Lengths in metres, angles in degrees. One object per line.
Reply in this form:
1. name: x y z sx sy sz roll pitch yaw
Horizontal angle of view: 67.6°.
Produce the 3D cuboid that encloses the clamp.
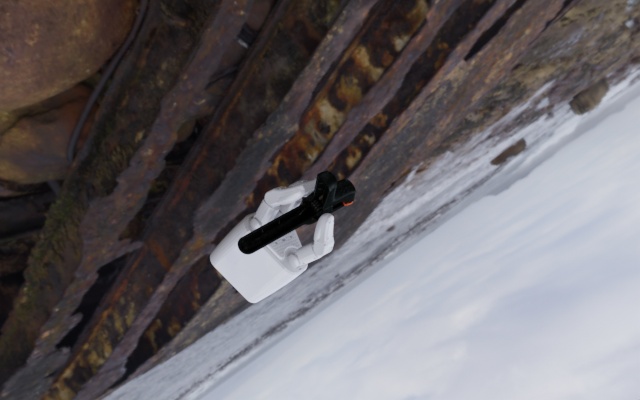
1. clamp: 0.001 0.003 0.657 0.165 0.036 0.210 -39 -10 33
